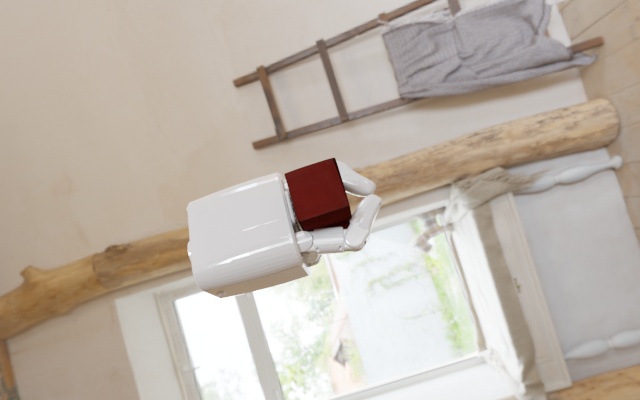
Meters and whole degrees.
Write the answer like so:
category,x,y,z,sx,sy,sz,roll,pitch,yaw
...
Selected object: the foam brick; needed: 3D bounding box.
category,x,y,z,sx,sy,sz,roll,pitch,yaw
foam brick,0.000,0.001,0.476,0.051,0.053,0.078,-16,-20,0
